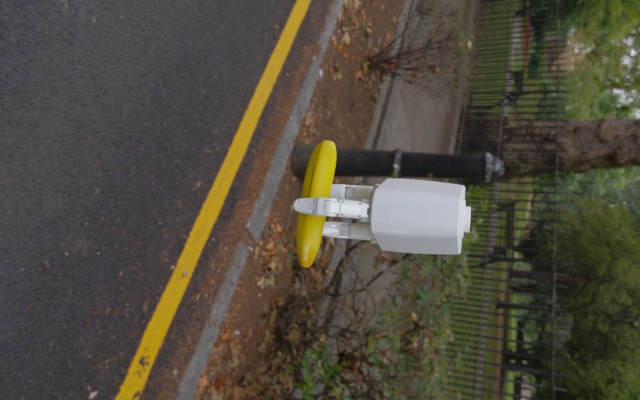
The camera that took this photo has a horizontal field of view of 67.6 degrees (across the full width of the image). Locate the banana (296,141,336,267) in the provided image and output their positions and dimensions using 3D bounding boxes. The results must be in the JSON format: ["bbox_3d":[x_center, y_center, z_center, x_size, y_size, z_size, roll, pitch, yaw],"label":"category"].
[{"bbox_3d":[-0.003,-0.010,0.651,0.037,0.197,0.070,5,-28,14],"label":"banana"}]
